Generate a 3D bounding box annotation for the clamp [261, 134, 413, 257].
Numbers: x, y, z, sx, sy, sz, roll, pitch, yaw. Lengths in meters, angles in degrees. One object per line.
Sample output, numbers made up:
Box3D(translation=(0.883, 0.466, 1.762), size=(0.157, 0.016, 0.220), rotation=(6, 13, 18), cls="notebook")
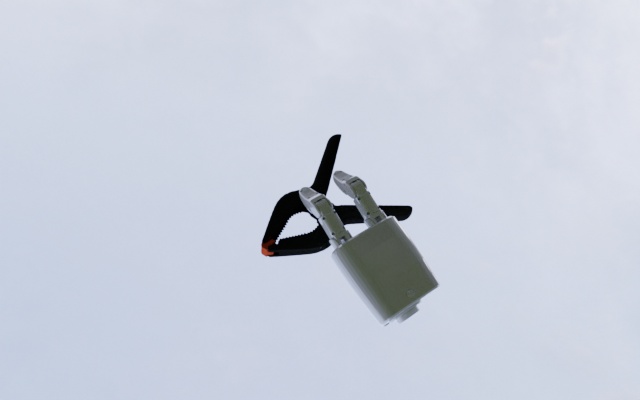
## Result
Box3D(translation=(0.000, 0.003, 0.657), size=(0.210, 0.164, 0.036), rotation=(-28, -22, -20), cls="clamp")
